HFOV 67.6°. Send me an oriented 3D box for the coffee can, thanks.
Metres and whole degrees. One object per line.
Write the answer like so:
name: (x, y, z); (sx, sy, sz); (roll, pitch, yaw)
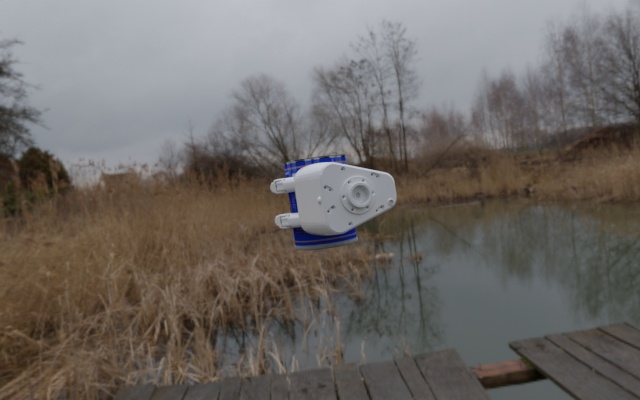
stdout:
coffee can: (0.000, 0.003, 0.771); (0.103, 0.140, 0.103); (-8, 1, 0)
